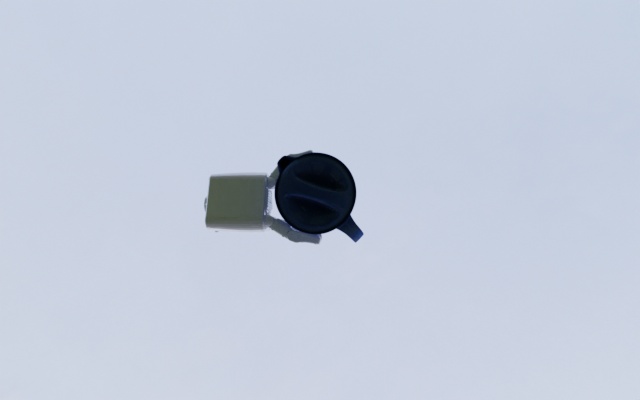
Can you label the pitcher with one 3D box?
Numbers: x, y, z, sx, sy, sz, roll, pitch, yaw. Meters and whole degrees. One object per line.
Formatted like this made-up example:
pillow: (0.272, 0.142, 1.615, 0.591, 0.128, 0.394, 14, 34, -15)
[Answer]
pitcher: (0.000, 0.003, 0.882, 0.145, 0.149, 0.243, -2, -3, 1)
